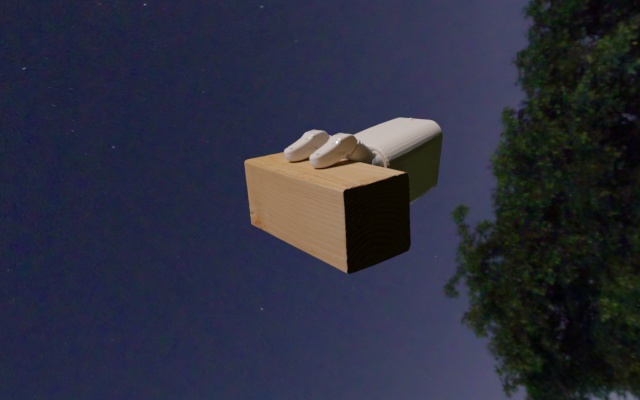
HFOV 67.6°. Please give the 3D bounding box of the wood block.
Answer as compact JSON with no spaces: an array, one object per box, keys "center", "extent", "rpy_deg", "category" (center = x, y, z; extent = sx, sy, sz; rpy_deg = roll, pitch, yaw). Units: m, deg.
[{"center":[0.000,0.002,0.563],"extent":[0.090,0.091,0.206],"rpy_deg":[-16,20,-32],"category":"wood block"}]
